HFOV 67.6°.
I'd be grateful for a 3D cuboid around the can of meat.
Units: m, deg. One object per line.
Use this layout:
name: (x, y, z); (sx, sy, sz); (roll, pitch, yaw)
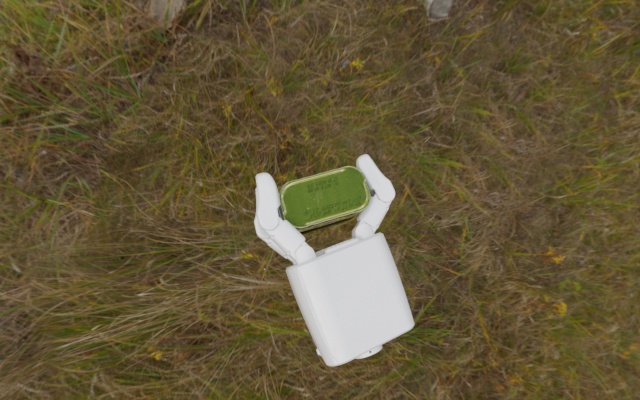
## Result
can of meat: (0.000, 0.002, 0.538); (0.102, 0.057, 0.084); (-16, -6, -9)
